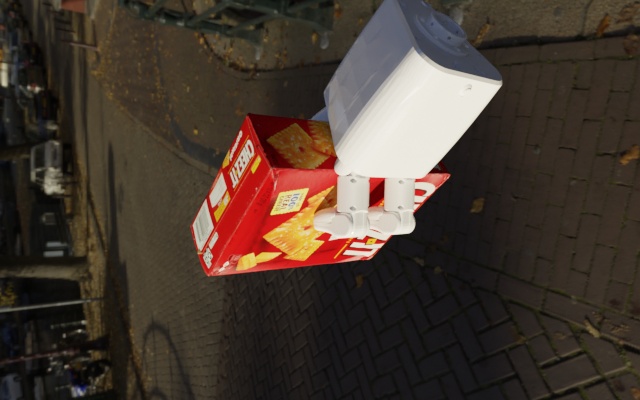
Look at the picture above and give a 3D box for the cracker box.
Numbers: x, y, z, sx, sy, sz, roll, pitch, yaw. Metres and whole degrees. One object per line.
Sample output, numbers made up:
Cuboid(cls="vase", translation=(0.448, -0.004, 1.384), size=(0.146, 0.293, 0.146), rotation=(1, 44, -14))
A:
Cuboid(cls="cracker box", translation=(0.000, 0.001, 0.482), size=(0.214, 0.072, 0.164), rotation=(0, -38, -36))
